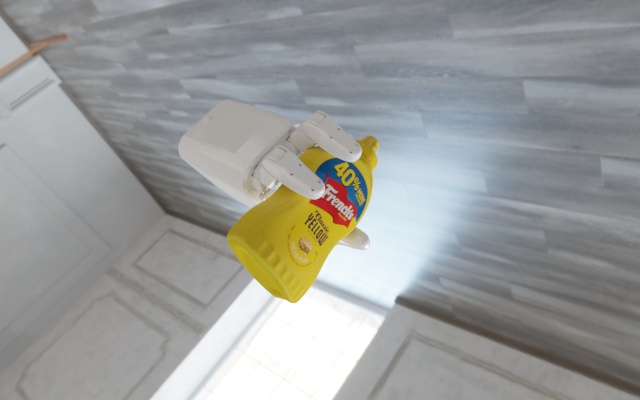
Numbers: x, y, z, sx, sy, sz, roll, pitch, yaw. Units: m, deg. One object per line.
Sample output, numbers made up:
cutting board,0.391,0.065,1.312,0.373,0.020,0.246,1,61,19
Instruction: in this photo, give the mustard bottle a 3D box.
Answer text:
mustard bottle,0.000,0.002,0.477,0.058,0.096,0.191,7,49,49
